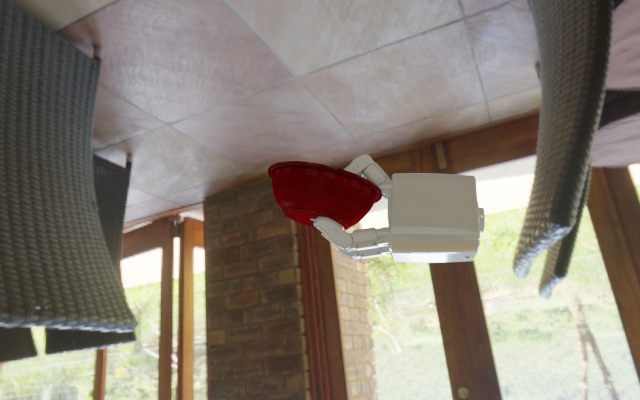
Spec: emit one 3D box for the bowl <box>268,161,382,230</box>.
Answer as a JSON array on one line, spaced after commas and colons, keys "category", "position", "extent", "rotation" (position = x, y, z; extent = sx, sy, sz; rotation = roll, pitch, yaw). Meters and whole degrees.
[{"category": "bowl", "position": [-0.001, 0.002, 0.652], "extent": [0.162, 0.055, 0.162], "rotation": [13, -15, 3]}]
